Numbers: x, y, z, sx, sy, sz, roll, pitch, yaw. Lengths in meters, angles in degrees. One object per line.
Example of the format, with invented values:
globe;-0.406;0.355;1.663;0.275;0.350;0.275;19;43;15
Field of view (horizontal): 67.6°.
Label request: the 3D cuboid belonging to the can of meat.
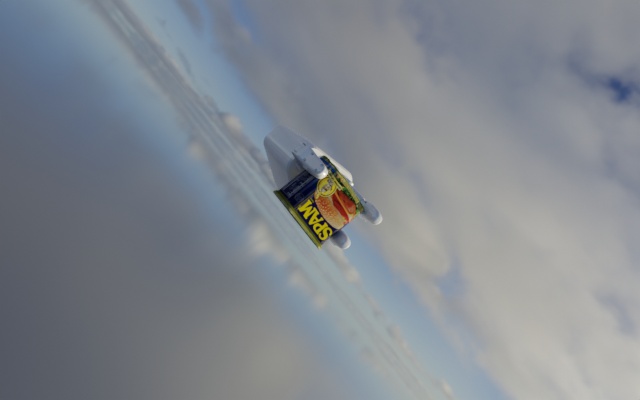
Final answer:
can of meat;0.000;0.002;0.643;0.084;0.102;0.057;-39;36;-5
